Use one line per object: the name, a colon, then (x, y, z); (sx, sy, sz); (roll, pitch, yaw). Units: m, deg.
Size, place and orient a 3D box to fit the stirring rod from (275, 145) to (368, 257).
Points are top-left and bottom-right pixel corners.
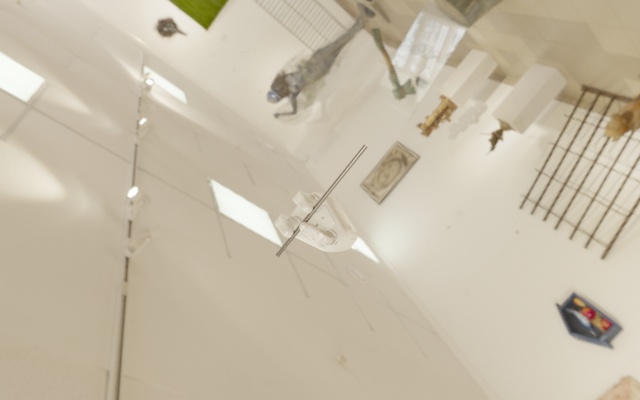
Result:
stirring rod: (0.000, 0.003, 0.803); (0.011, 0.239, 0.011); (38, 9, -7)
